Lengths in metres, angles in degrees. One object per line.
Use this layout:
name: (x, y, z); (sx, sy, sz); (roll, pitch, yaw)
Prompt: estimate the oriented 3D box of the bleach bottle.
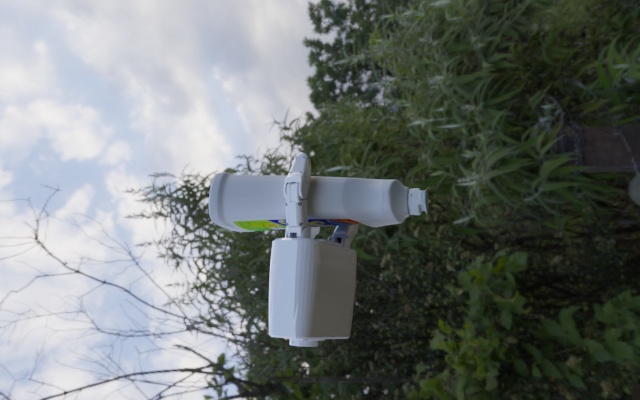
bleach bottle: (0.000, 0.002, 0.576); (0.251, 0.068, 0.102); (-1, -14, 19)
